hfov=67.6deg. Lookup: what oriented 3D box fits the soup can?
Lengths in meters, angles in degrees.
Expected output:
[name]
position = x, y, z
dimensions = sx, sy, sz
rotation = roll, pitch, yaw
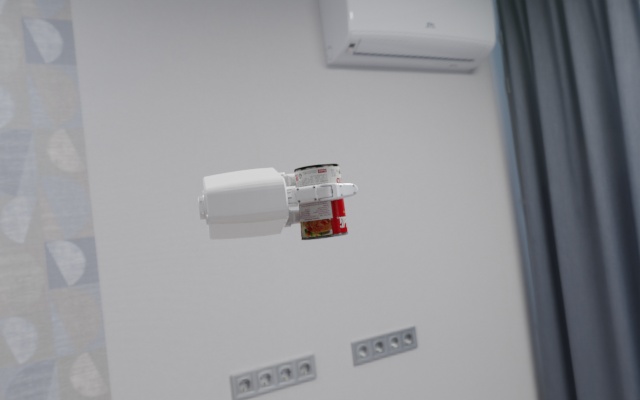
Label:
[soup can]
position = 0.001, 0.002, 0.685
dimensions = 0.068, 0.102, 0.068
rotation = -7, -2, 0
